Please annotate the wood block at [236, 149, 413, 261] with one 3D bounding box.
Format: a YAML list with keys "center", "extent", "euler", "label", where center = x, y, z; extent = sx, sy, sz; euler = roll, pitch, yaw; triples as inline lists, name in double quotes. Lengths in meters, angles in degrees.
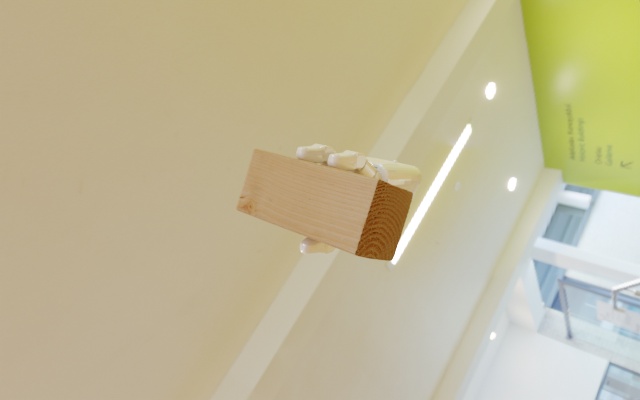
- center: [0.000, 0.002, 0.619]
  extent: [0.206, 0.091, 0.090]
  euler: [17, 1, 39]
  label: "wood block"
